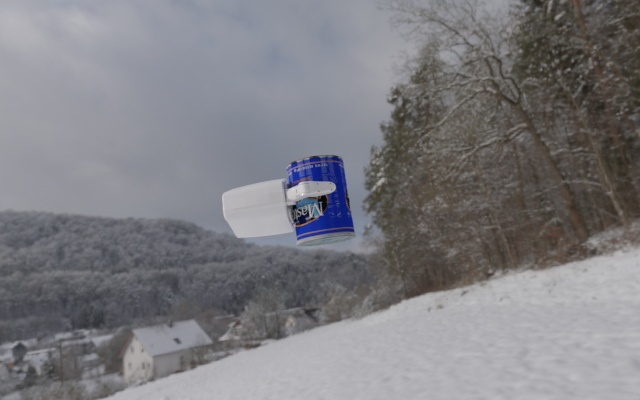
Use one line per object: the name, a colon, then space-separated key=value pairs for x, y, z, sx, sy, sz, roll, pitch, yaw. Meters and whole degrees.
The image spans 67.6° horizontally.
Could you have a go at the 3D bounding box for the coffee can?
coffee can: x=0.000 y=0.003 z=0.834 sx=0.103 sy=0.140 sz=0.103 roll=-8 pitch=-11 yaw=-2
